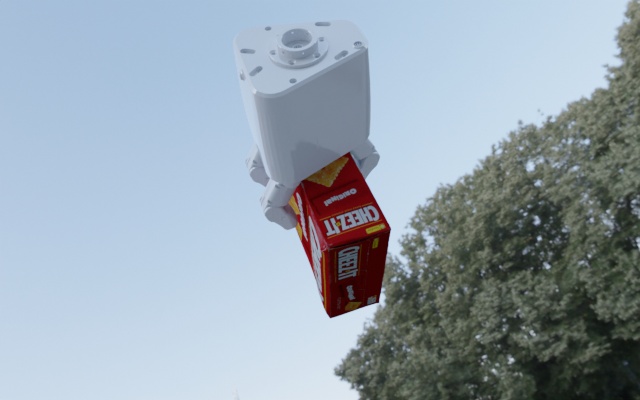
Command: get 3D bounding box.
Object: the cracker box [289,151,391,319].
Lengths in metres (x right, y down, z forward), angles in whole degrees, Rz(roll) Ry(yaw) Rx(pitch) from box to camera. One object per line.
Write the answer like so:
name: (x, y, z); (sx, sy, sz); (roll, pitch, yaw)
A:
cracker box: (0.000, 0.002, 0.543); (0.072, 0.213, 0.164); (-17, -35, -9)
